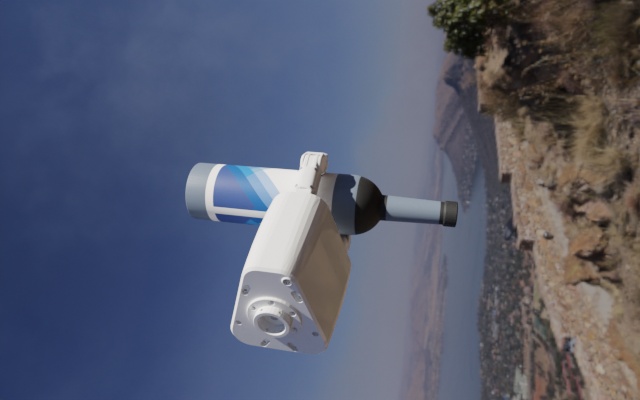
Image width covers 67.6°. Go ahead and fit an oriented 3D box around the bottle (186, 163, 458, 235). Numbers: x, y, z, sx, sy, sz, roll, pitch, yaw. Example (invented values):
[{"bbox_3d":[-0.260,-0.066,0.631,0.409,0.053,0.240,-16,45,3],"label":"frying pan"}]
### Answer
[{"bbox_3d":[0.000,0.002,0.533,0.295,0.069,0.069,5,1,11],"label":"bottle"}]
